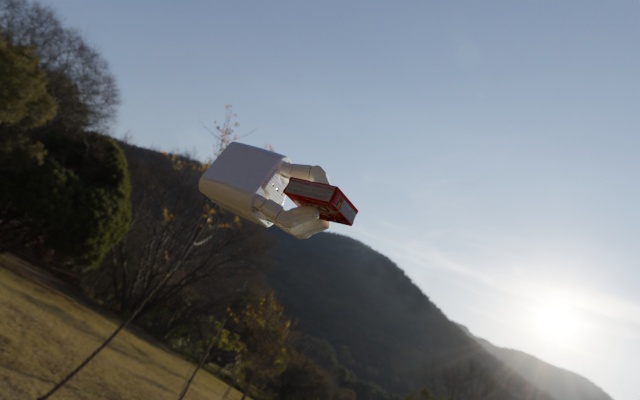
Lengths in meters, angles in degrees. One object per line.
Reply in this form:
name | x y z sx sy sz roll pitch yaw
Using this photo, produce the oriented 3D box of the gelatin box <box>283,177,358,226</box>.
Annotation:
gelatin box | 0.001 0.002 0.693 0.089 0.030 0.073 12 -22 36
